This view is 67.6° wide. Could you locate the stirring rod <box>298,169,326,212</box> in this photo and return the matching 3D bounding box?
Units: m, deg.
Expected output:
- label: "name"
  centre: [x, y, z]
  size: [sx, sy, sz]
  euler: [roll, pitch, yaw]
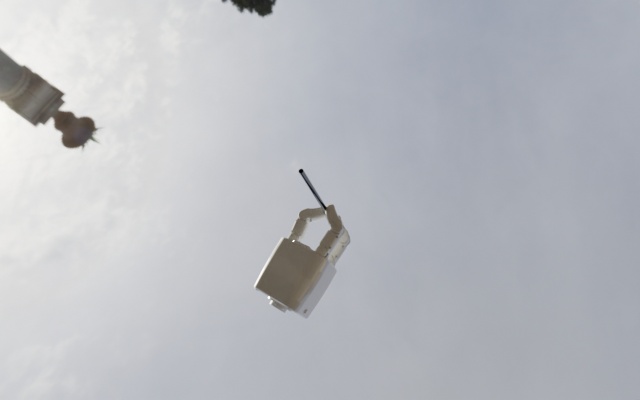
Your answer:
- label: "stirring rod"
  centre: [0.000, 0.003, 0.827]
  size: [0.011, 0.011, 0.240]
  euler: [0, -23, 15]
